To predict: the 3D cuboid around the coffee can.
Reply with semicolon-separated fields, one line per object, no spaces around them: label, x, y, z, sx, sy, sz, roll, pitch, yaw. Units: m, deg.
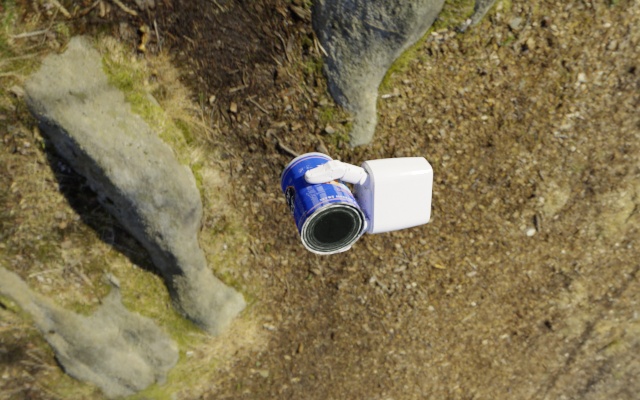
coffee can;0.000;0.002;0.771;0.103;0.103;0.140;0;37;-21
